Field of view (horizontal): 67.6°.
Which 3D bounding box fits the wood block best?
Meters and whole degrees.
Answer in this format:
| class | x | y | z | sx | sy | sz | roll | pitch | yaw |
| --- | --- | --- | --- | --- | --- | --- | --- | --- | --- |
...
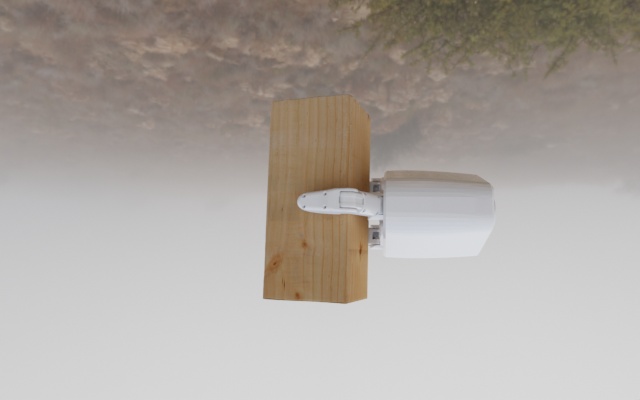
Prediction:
| class | x | y | z | sx | sy | sz | roll | pitch | yaw |
| --- | --- | --- | --- | --- | --- | --- | --- | --- | --- |
| wood block | 0.000 | 0.002 | 0.516 | 0.090 | 0.206 | 0.091 | -1 | -8 | 20 |
